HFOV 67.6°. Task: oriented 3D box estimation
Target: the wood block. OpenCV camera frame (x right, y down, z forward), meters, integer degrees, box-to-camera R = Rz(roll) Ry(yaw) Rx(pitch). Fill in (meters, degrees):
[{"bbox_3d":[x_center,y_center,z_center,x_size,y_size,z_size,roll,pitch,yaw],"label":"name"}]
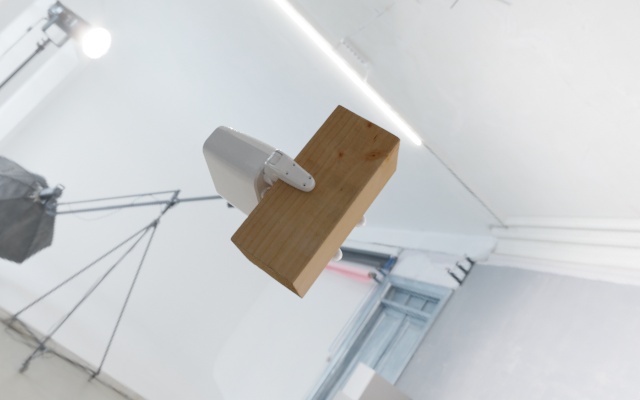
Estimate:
[{"bbox_3d":[0.000,0.001,0.571,0.090,0.206,0.091,33,-15,17],"label":"wood block"}]
